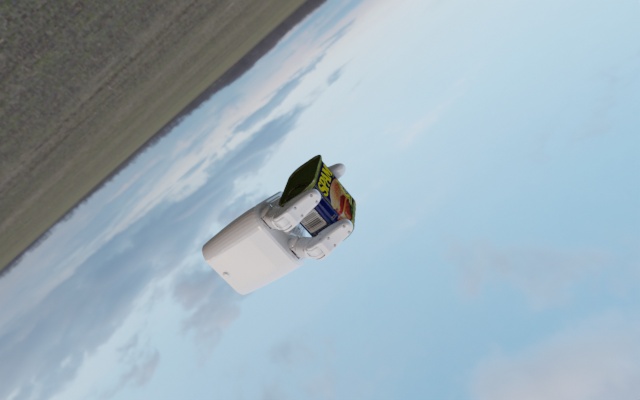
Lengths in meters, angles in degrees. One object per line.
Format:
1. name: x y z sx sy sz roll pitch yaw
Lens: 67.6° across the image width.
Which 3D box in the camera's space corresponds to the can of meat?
1. can of meat: 0.000 0.002 0.614 0.057 0.084 0.102 -33 20 22
